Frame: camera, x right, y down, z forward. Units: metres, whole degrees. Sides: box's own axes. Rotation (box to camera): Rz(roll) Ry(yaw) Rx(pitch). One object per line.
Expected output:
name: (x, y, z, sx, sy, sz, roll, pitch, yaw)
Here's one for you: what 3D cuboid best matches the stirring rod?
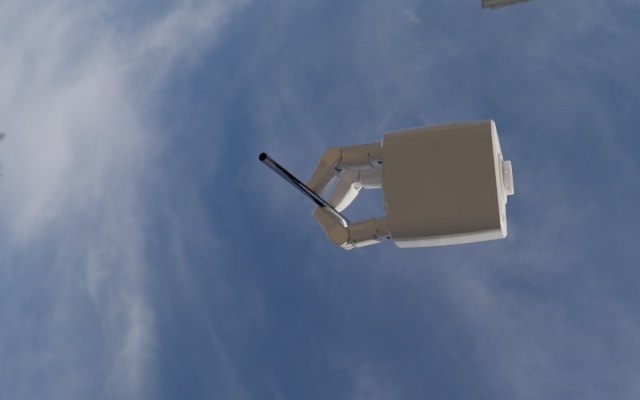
stirring rod: (0.000, 0.002, 0.513, 0.011, 0.011, 0.240, 0, -19, 26)
